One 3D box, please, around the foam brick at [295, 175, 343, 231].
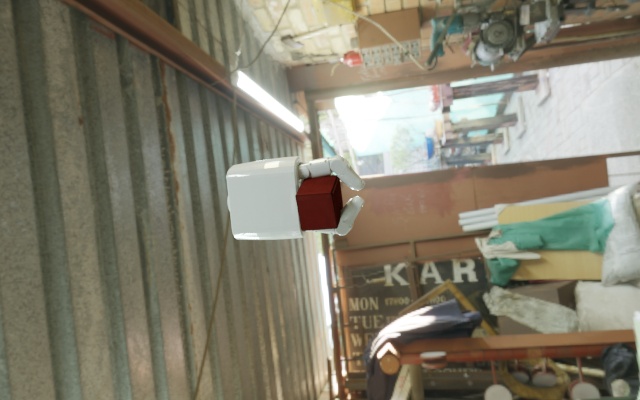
[{"bbox_3d":[0.000,0.002,0.659,0.051,0.053,0.078,-4,20,10],"label":"foam brick"}]
